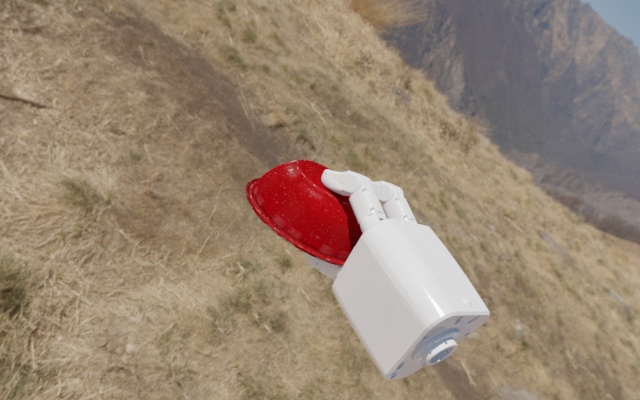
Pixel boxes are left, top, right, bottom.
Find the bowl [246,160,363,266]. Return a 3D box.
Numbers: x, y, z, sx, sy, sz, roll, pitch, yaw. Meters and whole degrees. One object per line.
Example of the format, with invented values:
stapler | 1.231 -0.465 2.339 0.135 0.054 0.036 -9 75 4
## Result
bowl | -0.001 0.001 0.536 0.162 0.055 0.162 28 19 -11
